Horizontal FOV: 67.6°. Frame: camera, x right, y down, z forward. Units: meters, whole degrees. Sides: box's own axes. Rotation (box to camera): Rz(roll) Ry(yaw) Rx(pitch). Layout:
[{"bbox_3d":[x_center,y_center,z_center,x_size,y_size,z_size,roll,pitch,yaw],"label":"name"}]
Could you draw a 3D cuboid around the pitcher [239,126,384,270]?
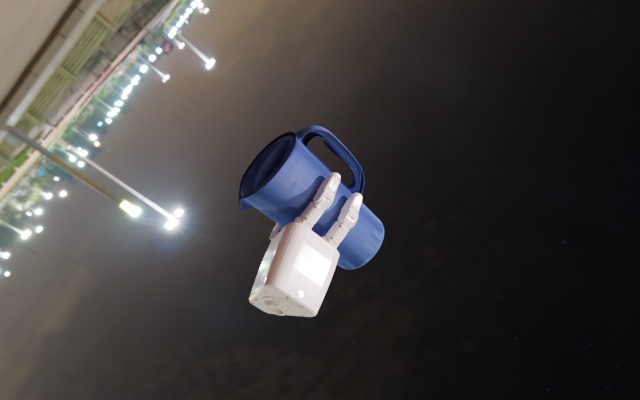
[{"bbox_3d":[0.000,0.003,0.793,0.243,0.145,0.149,40,-36,-26],"label":"pitcher"}]
